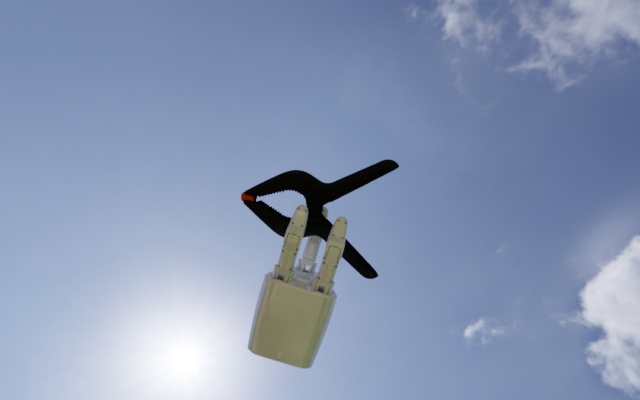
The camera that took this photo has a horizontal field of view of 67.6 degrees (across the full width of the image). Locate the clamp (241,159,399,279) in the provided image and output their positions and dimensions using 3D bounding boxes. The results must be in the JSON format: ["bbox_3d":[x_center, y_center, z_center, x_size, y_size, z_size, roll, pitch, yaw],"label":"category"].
[{"bbox_3d":[0.000,0.002,0.651,0.210,0.164,0.036,17,5,1],"label":"clamp"}]
